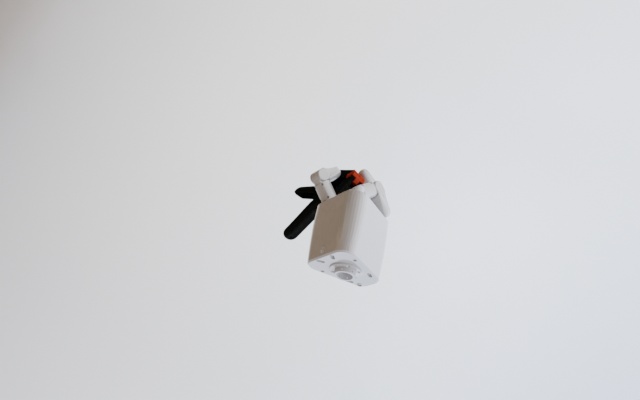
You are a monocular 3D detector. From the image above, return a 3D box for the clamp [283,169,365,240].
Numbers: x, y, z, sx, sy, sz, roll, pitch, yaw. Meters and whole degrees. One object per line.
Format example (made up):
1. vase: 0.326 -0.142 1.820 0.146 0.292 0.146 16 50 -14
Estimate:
1. clamp: 0.001 0.003 0.823 0.039 0.120 0.171 33 -38 -28
